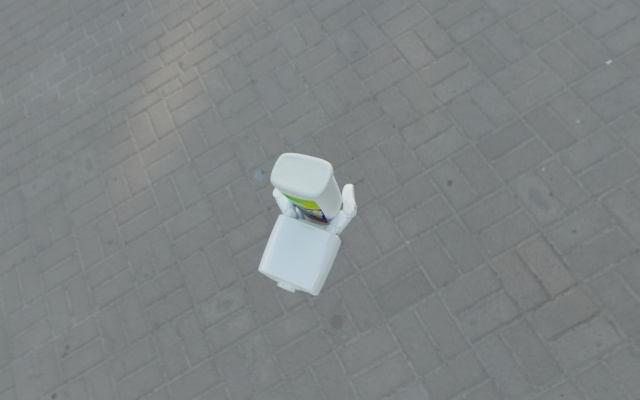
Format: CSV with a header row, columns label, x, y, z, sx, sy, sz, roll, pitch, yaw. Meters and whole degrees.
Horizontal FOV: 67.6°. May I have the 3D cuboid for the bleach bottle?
label,x,y,z,sx,sy,sz,roll,pitch,yaw
bleach bottle,0.000,0.003,0.852,0.102,0.068,0.251,16,-16,22
